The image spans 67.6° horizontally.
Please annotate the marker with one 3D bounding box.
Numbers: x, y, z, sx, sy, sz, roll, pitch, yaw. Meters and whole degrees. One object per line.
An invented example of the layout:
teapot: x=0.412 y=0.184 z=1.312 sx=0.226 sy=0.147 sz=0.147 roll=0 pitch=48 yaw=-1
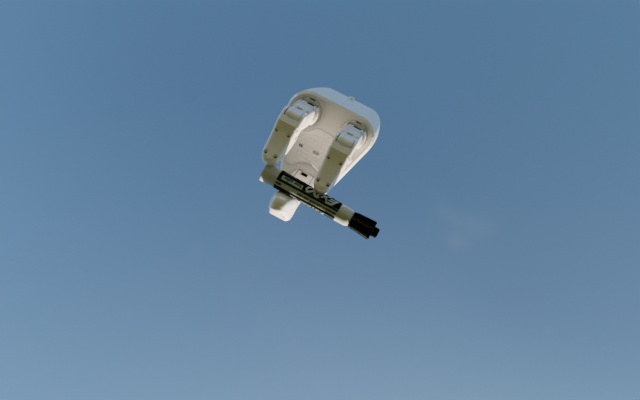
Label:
marker: x=0.000 y=0.001 z=0.443 sx=0.121 sy=0.020 sz=0.020 roll=29 pitch=2 yaw=3
